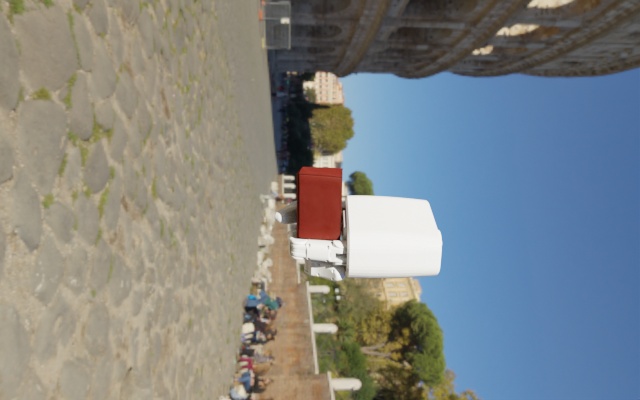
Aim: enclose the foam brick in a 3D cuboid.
[{"bbox_3d":[0.000,0.002,0.564,0.051,0.078,0.053,2,15,5],"label":"foam brick"}]
